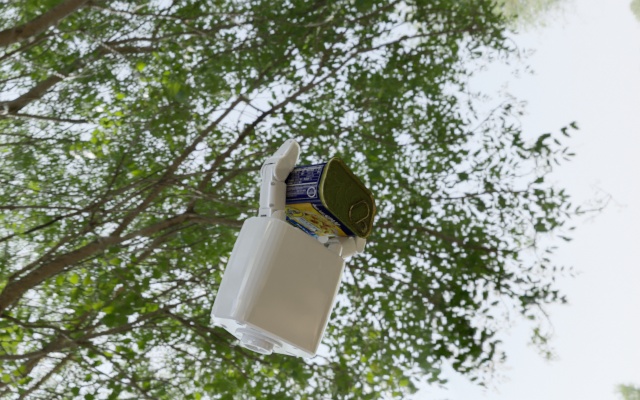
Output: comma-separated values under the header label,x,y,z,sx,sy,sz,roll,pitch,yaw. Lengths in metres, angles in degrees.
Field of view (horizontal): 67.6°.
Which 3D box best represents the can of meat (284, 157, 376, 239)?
label,x,y,z,sx,sy,sz,roll,pitch,yaw
can of meat,0.000,0.002,0.531,0.084,0.057,0.102,-5,-32,36
